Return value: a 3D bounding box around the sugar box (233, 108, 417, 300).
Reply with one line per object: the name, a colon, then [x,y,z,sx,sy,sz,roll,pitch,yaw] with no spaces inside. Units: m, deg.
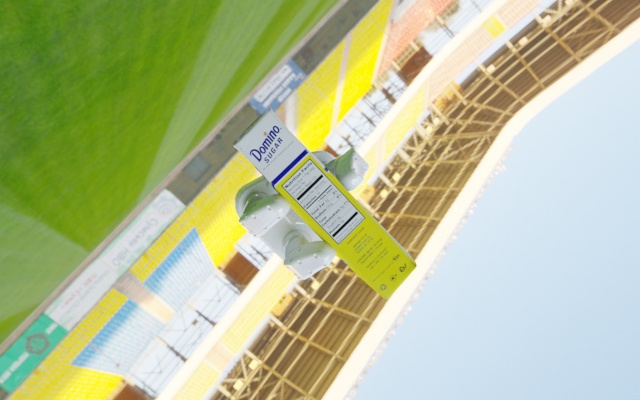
sugar box: [0.000,0.002,0.412,0.176,0.048,0.093,43,-2,-12]
